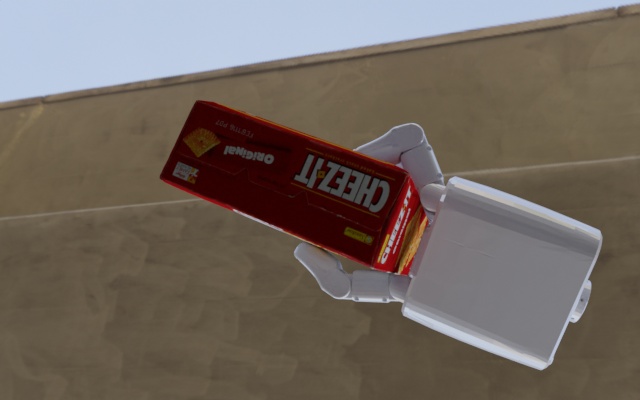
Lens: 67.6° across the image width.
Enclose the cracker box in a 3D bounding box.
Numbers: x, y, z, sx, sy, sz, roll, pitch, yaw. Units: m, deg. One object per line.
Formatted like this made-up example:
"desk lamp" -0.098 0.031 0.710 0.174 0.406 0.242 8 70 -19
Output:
"cracker box" 0.000 0.002 0.405 0.164 0.072 0.214 21 -5 18
